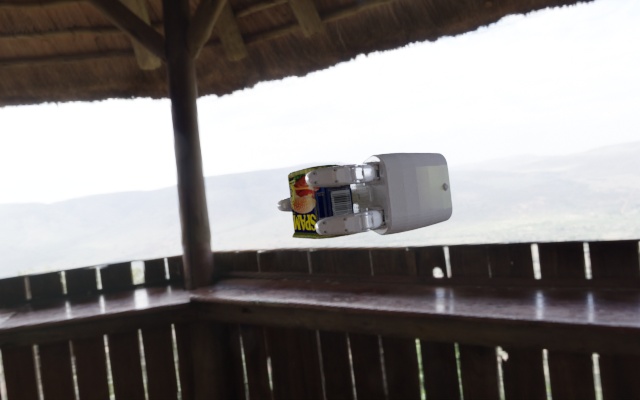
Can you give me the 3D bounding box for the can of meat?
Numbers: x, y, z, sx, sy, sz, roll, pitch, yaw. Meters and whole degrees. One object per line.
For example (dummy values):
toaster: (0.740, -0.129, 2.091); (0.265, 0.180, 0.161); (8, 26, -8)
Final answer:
can of meat: (0.000, 0.002, 0.587); (0.057, 0.084, 0.102); (-7, 1, -26)
